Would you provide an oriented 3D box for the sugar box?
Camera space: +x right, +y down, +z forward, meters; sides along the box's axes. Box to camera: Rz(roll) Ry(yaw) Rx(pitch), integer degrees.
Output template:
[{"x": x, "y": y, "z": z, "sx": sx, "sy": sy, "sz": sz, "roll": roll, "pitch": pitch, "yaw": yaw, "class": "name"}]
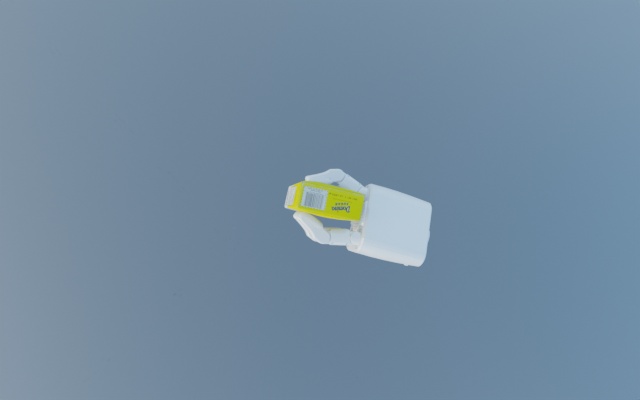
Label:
[{"x": 0.000, "y": 0.003, "z": 0.740, "sx": 0.093, "sy": 0.048, "sz": 0.176, "roll": 13, "pitch": -5, "yaw": -9, "class": "sugar box"}]
